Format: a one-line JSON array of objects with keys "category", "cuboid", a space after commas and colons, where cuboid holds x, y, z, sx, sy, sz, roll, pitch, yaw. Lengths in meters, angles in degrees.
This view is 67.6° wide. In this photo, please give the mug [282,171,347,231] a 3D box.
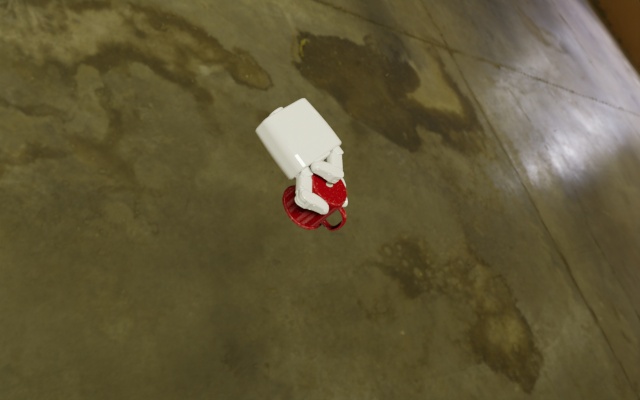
[{"category": "mug", "cuboid": [0.001, 0.004, 0.849, 0.081, 0.117, 0.093, -39, 0, 40]}]
